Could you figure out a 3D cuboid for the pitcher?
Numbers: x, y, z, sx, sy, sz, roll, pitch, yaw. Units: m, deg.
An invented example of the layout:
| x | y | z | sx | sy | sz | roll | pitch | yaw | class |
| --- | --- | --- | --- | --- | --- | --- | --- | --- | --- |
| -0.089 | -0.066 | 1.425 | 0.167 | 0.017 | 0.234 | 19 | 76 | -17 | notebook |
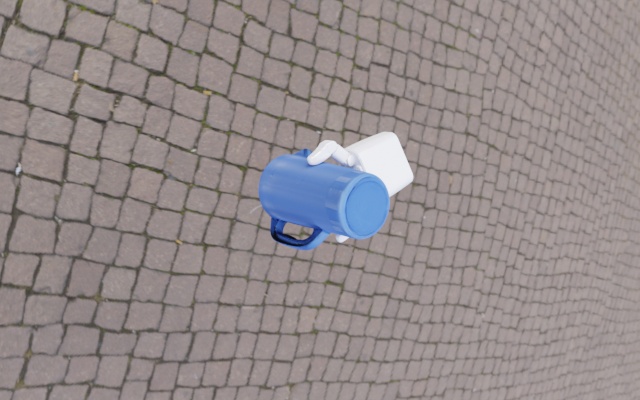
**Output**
| x | y | z | sx | sy | sz | roll | pitch | yaw | class |
| --- | --- | --- | --- | --- | --- | --- | --- | --- | --- |
| 0.000 | 0.003 | 0.846 | 0.145 | 0.149 | 0.243 | -27 | 24 | -30 | pitcher |
